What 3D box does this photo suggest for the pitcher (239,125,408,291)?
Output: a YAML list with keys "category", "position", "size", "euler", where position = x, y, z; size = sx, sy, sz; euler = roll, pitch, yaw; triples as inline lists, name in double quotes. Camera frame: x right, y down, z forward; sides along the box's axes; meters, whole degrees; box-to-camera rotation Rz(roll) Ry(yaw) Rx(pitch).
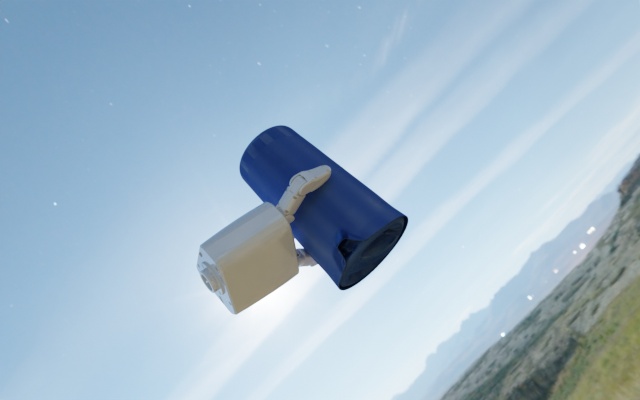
- category: "pitcher"
  position: [0.000, 0.002, 0.694]
  size: [0.145, 0.242, 0.149]
  euler: [-33, -27, -28]
